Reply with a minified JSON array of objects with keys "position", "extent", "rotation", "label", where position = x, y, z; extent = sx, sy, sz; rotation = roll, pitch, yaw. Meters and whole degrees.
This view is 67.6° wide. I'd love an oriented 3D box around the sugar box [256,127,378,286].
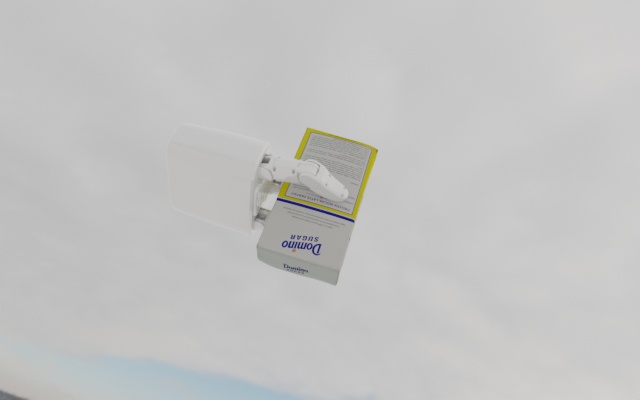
[{"position":[0.000,0.002,0.550],"extent":[0.093,0.176,0.048],"rotation":[17,-31,6],"label":"sugar box"}]
